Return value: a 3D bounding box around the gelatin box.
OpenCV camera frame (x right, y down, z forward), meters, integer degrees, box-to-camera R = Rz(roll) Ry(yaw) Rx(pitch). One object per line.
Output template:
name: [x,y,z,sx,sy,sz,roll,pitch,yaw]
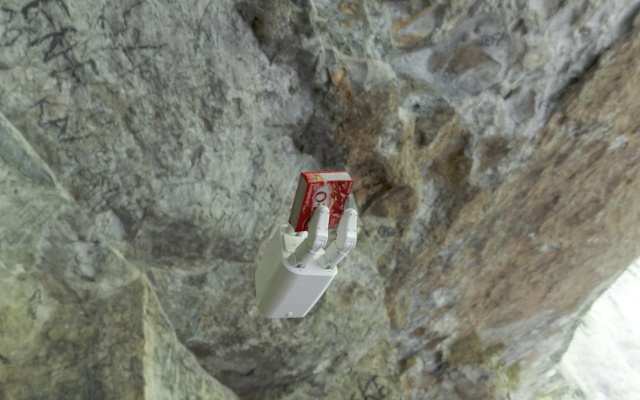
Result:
gelatin box: [0.000,0.002,0.681,0.073,0.089,0.030,-3,37,-28]
